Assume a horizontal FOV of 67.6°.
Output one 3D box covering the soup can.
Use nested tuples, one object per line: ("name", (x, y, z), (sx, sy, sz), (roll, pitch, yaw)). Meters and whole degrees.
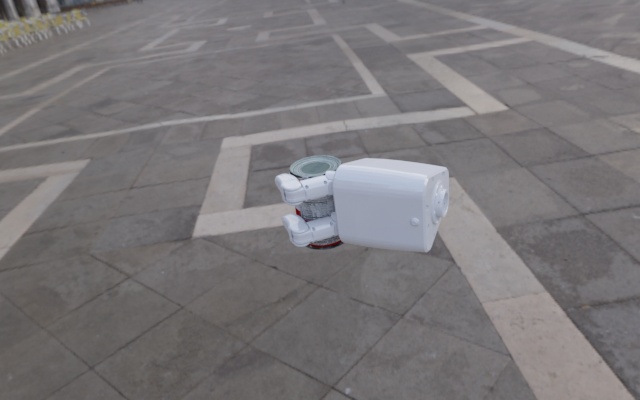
("soup can", (0.000, 0.002, 0.605), (0.068, 0.102, 0.068), (-6, 27, 3))
